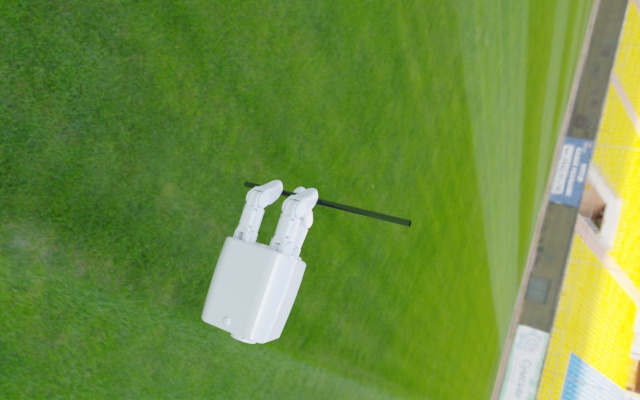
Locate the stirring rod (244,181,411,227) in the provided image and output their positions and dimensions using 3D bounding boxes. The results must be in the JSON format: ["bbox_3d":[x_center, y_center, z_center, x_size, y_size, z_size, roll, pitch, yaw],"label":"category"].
[{"bbox_3d":[0.000,0.002,0.610,0.239,0.011,0.011,13,6,27],"label":"stirring rod"}]
